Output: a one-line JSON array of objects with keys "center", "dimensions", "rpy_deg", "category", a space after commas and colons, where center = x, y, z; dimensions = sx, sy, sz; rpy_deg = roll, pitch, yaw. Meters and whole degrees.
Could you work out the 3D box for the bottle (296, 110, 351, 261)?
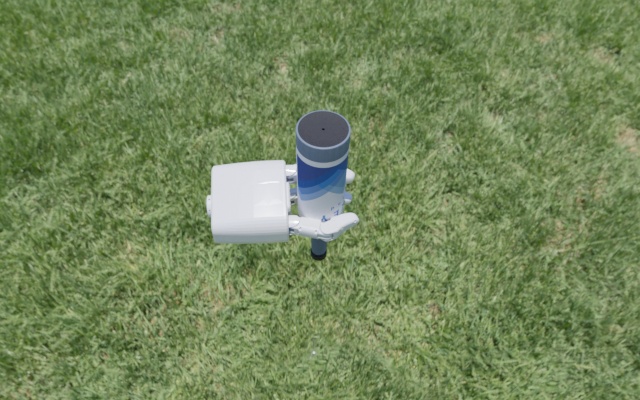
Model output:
[{"center": [0.000, 0.002, 0.690], "dimensions": [0.069, 0.069, 0.296], "rpy_deg": [0, -37, -2], "category": "bottle"}]
